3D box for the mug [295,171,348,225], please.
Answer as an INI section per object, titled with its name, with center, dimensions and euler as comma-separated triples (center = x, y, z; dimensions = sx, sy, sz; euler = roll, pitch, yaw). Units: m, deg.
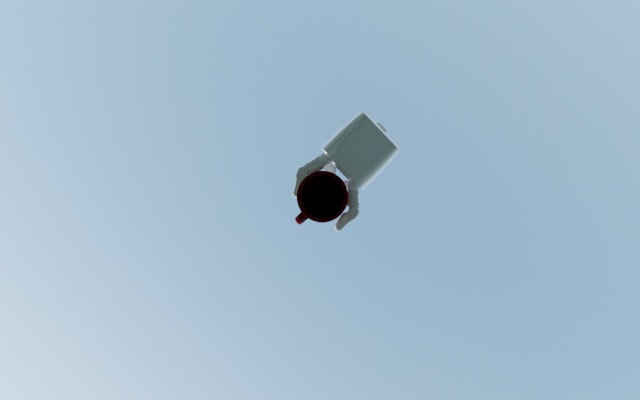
[mug]
center = -0.001, 0.004, 0.890
dimensions = 0.117, 0.093, 0.081
euler = -45, -7, 4
